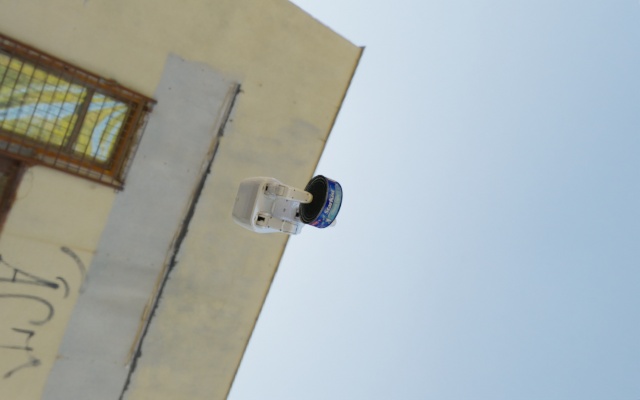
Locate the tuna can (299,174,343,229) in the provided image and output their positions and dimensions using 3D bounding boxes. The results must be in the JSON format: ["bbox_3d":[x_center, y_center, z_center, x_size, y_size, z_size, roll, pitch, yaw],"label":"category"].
[{"bbox_3d":[0.001,0.003,0.788,0.034,0.086,0.086,20,-10,-28],"label":"tuna can"}]
